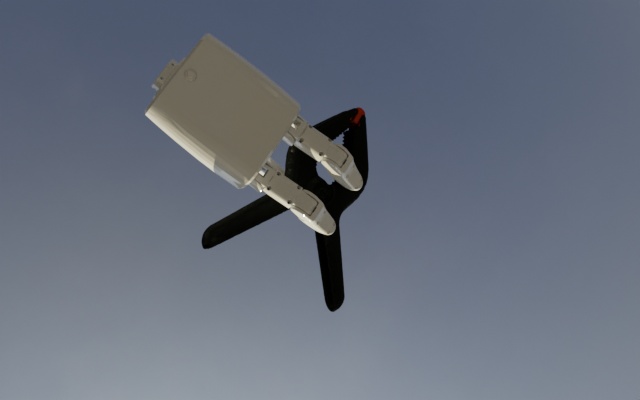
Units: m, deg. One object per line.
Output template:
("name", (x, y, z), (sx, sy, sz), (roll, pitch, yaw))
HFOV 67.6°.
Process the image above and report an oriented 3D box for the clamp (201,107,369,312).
("clamp", (0.000, 0.001, 0.497), (0.164, 0.210, 0.036), (39, -15, -23))
